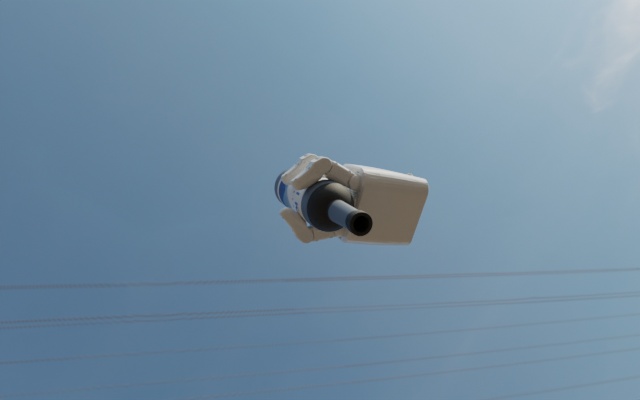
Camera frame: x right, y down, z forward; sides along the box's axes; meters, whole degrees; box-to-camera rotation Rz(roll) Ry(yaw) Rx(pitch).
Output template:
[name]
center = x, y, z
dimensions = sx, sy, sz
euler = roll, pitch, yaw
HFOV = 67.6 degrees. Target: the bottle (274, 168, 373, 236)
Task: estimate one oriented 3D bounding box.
[bottle]
center = 0.000, 0.002, 0.659
dimensions = 0.069, 0.069, 0.295
euler = 0, 9, -18
